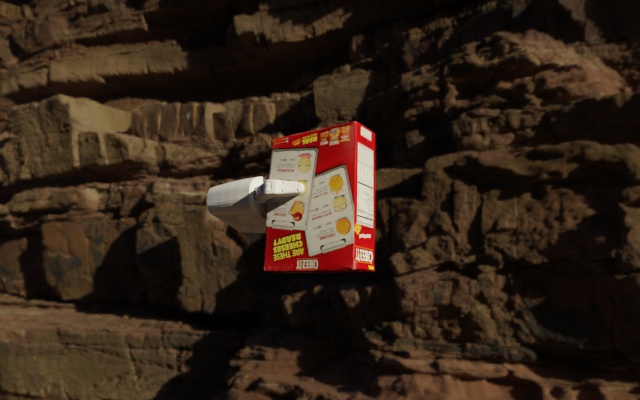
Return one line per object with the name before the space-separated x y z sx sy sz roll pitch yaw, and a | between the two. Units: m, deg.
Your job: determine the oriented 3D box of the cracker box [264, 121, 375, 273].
cracker box | 0.000 0.002 0.729 0.164 0.213 0.072 -7 -14 35
